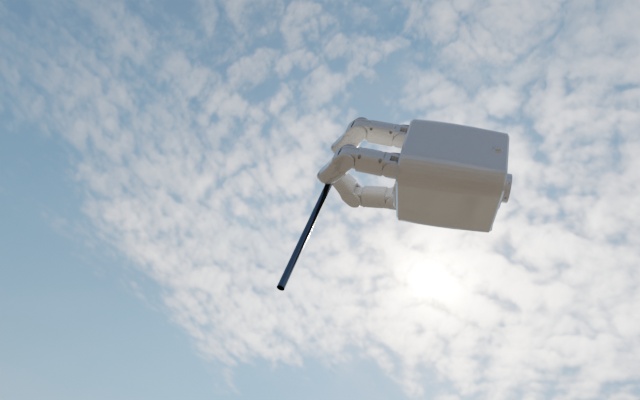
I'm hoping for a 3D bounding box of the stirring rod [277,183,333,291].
[{"bbox_3d":[0.000,0.002,0.519,0.011,0.011,0.239,0,41,24],"label":"stirring rod"}]
